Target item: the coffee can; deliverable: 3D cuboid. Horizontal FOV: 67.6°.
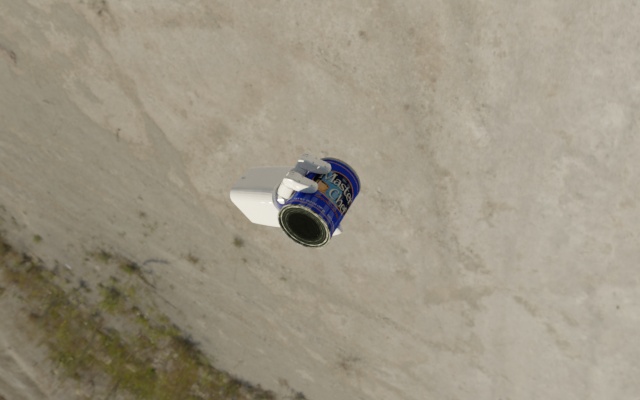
[{"bbox_3d":[0.000,0.003,0.865,0.103,0.103,0.140,0,39,33],"label":"coffee can"}]
